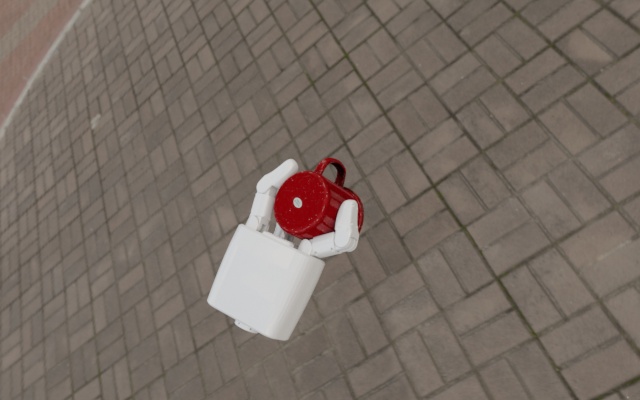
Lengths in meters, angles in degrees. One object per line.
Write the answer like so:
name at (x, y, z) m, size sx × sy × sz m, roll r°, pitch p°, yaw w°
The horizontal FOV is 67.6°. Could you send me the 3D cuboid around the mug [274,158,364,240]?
mug at (0.001, 0.001, 0.601) m, size 0.093 × 0.117 × 0.081 m, roll 18°, pitch -7°, yaw 37°
